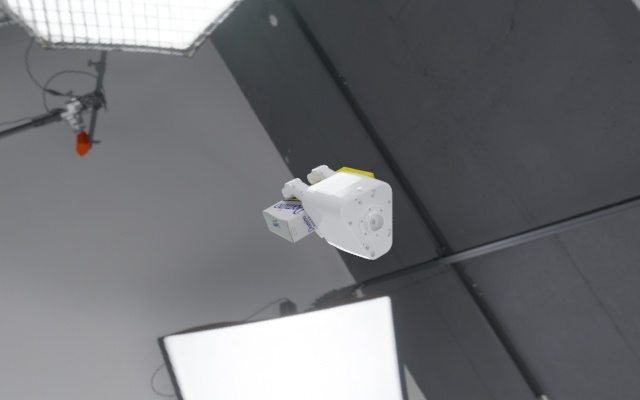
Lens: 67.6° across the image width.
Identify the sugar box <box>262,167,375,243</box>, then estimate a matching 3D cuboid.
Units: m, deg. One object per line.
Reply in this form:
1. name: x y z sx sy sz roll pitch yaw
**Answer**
1. sugar box: 0.000 0.002 0.800 0.176 0.048 0.093 -27 22 -24
